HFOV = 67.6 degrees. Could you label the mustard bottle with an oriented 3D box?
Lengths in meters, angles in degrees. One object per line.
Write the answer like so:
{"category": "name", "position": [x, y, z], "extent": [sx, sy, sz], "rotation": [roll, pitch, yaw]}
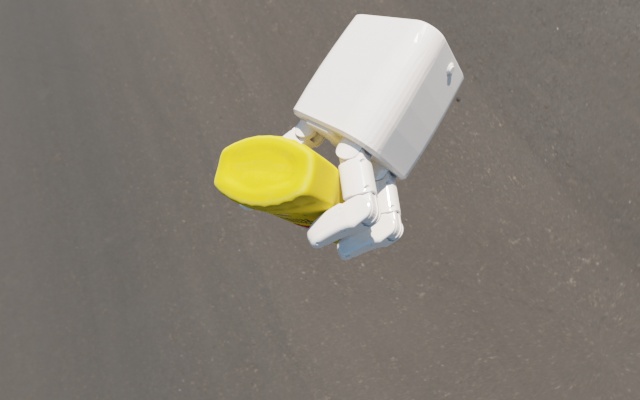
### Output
{"category": "mustard bottle", "position": [0.000, 0.002, 0.437], "extent": [0.096, 0.058, 0.192], "rotation": [4, -14, 32]}
